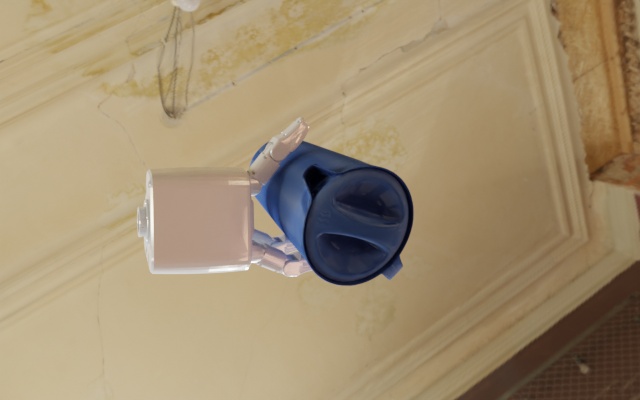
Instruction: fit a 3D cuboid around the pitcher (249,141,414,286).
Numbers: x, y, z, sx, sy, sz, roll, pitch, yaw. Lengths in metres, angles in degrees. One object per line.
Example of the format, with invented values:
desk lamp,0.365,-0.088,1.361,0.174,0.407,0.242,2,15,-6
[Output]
pitcher,0.000,0.002,0.598,0.145,0.149,0.242,-4,19,-25
